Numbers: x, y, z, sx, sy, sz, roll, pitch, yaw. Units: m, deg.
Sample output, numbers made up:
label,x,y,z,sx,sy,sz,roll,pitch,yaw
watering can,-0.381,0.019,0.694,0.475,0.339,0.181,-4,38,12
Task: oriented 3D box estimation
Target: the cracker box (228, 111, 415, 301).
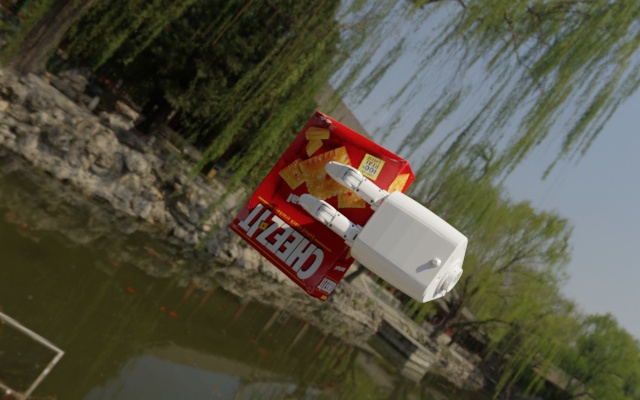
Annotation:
label,x,y,z,sx,sy,sz,roll,pitch,yaw
cracker box,0.000,0.002,0.663,0.164,0.213,0.072,35,-5,27
